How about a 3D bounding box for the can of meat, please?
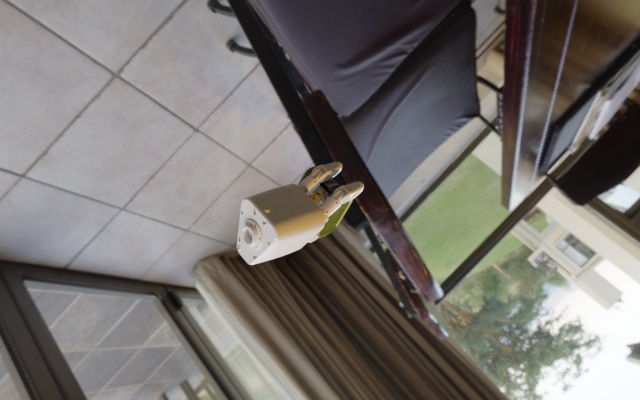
[{"bbox_3d":[0.000,0.003,0.853,0.057,0.102,0.084,-13,50,-47],"label":"can of meat"}]
